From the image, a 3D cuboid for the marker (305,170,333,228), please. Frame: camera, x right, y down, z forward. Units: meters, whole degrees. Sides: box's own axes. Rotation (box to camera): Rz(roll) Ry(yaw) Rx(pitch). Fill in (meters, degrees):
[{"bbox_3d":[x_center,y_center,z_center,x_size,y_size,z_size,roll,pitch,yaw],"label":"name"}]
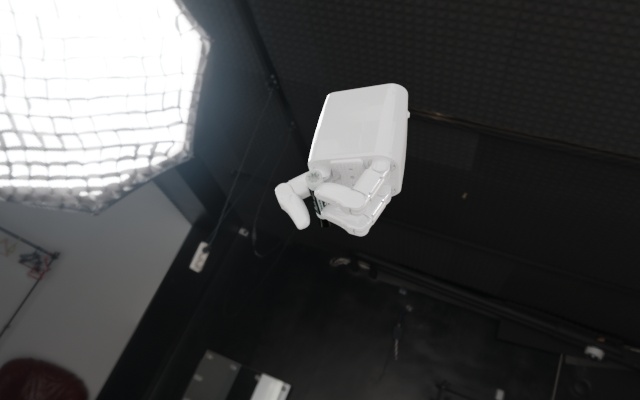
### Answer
[{"bbox_3d":[0.000,0.002,0.578,0.020,0.020,0.121,0,-28,8],"label":"marker"}]
